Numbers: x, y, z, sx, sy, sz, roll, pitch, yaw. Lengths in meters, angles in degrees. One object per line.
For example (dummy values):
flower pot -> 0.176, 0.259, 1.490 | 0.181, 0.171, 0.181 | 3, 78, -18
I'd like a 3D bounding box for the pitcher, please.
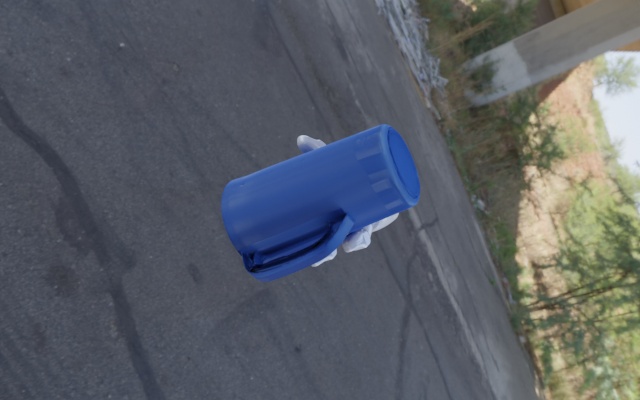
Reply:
pitcher -> 0.000, 0.002, 0.623 | 0.243, 0.149, 0.145 | -21, -5, 25
